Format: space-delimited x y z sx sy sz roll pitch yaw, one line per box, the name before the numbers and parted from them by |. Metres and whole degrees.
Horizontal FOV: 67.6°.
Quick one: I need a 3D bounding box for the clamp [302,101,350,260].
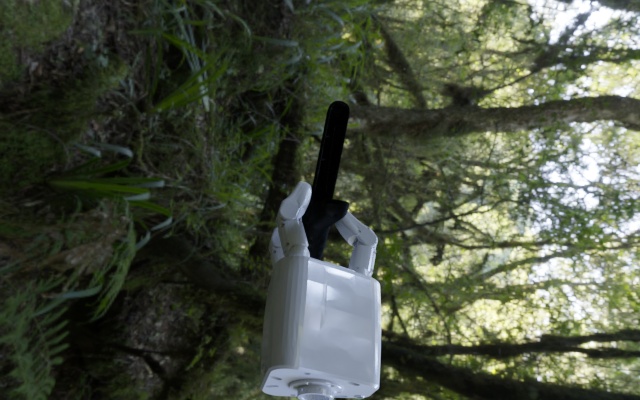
clamp | 0.001 0.002 0.551 0.036 0.164 0.210 11 -37 -6
